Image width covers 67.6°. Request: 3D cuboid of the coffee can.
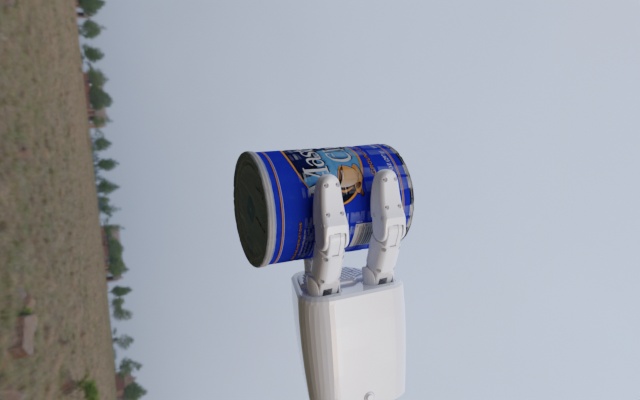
[{"bbox_3d":[0.000,0.001,0.447,0.140,0.103,0.103,-6,3,-25],"label":"coffee can"}]
